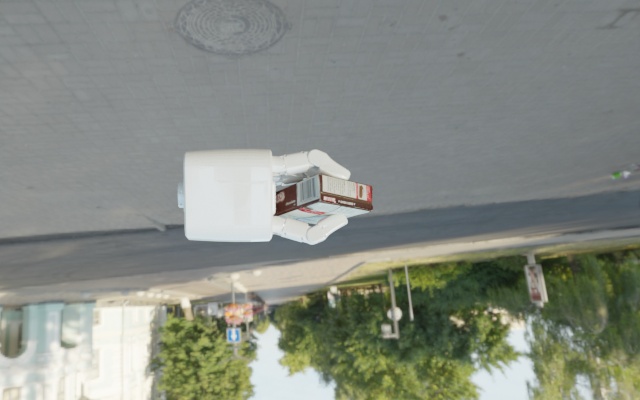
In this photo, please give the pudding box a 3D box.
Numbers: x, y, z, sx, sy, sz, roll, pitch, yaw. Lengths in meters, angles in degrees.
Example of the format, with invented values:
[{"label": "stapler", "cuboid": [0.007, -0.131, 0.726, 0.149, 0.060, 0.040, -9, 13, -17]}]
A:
[{"label": "pudding box", "cuboid": [0.000, 0.002, 0.634, 0.090, 0.039, 0.113, 10, -17, -36]}]
